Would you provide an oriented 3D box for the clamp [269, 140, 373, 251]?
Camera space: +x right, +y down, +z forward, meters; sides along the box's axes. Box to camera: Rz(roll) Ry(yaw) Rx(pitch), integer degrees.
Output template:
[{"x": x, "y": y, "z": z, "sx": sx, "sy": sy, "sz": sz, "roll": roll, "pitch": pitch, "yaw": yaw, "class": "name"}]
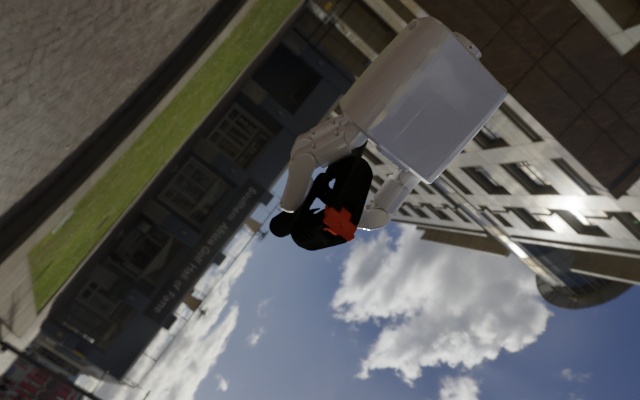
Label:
[{"x": 0.001, "y": 0.002, "z": 0.453, "sx": 0.036, "sy": 0.164, "sz": 0.210, "roll": 37, "pitch": 15, "yaw": -12, "class": "clamp"}]
